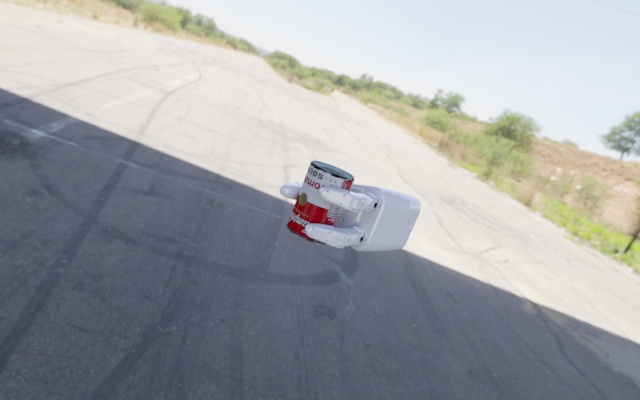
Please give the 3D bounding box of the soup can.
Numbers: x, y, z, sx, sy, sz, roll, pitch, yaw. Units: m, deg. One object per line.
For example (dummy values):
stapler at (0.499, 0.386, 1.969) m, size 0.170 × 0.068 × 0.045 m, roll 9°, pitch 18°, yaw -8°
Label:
soup can at (0.000, 0.002, 0.678) m, size 0.068 × 0.102 × 0.068 m, roll 20°, pitch 13°, yaw -5°
